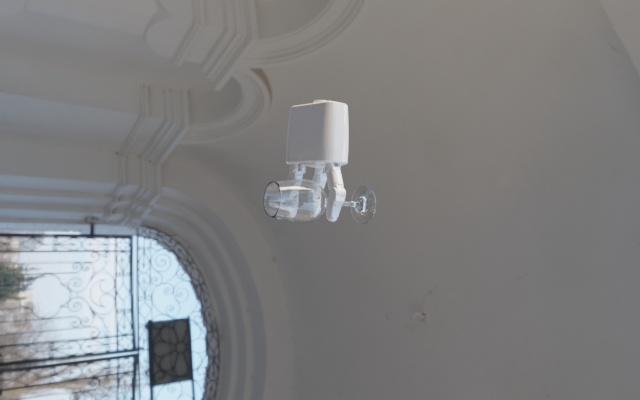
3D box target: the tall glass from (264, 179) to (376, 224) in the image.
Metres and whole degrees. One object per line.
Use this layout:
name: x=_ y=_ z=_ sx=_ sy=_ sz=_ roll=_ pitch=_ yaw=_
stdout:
tall glass: x=0.001 y=0.003 z=0.862 sx=0.201 sy=0.079 sz=0.079 roll=3 pitch=-2 yaw=-34
